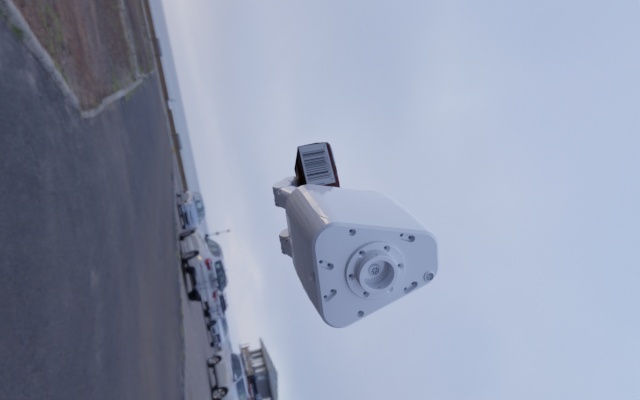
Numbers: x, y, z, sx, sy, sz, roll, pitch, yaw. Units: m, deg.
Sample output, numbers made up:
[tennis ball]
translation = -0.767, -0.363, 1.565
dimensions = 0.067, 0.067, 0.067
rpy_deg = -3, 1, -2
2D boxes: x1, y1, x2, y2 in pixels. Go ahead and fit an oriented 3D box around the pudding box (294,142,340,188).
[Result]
[pudding box]
translation = 0.000, 0.002, 0.533
dimensions = 0.039, 0.113, 0.090
rpy_deg = -10, -10, -8
